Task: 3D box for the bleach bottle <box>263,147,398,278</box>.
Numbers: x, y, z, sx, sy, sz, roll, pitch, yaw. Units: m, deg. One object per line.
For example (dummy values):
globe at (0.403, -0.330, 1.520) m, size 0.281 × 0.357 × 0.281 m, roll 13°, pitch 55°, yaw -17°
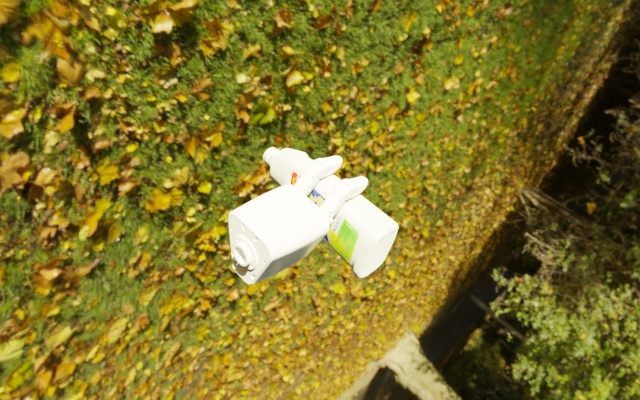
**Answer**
bleach bottle at (0.000, 0.002, 0.745) m, size 0.250 × 0.103 × 0.068 m, roll 40°, pitch 46°, yaw 25°
